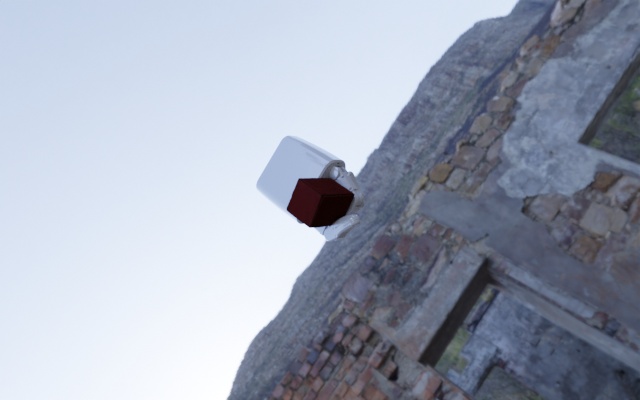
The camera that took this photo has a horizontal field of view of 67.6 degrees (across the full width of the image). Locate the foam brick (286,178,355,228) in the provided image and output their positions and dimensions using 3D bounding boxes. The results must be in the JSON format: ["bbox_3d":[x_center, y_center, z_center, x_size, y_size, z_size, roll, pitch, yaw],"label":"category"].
[{"bbox_3d":[0.000,0.002,0.681,0.051,0.053,0.078,36,22,31],"label":"foam brick"}]
